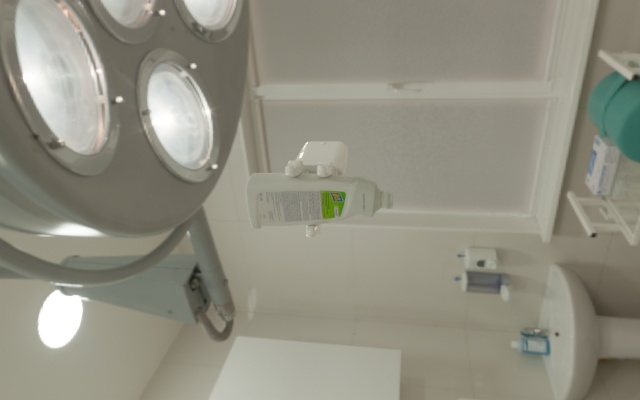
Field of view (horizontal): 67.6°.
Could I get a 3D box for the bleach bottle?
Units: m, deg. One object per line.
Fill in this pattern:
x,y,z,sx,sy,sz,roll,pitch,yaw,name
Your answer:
0.000,0.003,0.837,0.251,0.103,0.068,2,33,10,bleach bottle
